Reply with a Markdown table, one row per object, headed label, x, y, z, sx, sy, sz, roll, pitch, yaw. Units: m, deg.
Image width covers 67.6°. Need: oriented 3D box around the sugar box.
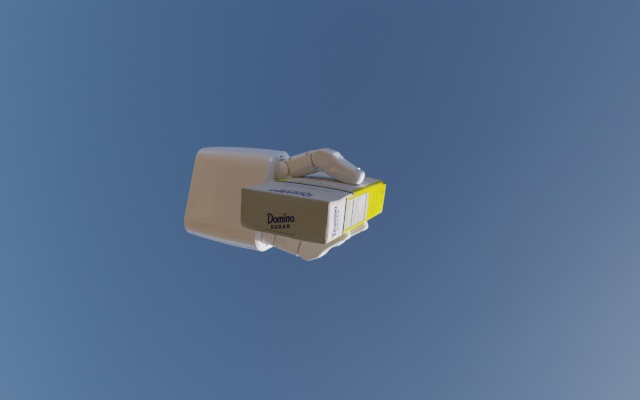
| label | x | y | z | sx | sy | sz | roll | pitch | yaw |
| --- | --- | --- | --- | --- | --- | --- | --- | --- | --- |
| sugar box | 0.000 | 0.002 | 0.510 | 0.093 | 0.048 | 0.176 | 9 | 14 | 23 |
